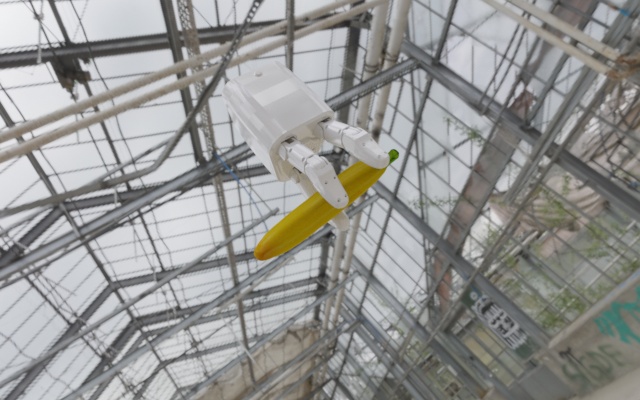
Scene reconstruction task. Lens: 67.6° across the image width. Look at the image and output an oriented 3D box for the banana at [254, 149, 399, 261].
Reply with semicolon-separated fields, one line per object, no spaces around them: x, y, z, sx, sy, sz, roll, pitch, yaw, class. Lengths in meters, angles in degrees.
0.004;0.003;0.559;0.198;0.037;0.070;-39;-11;-4;banana
